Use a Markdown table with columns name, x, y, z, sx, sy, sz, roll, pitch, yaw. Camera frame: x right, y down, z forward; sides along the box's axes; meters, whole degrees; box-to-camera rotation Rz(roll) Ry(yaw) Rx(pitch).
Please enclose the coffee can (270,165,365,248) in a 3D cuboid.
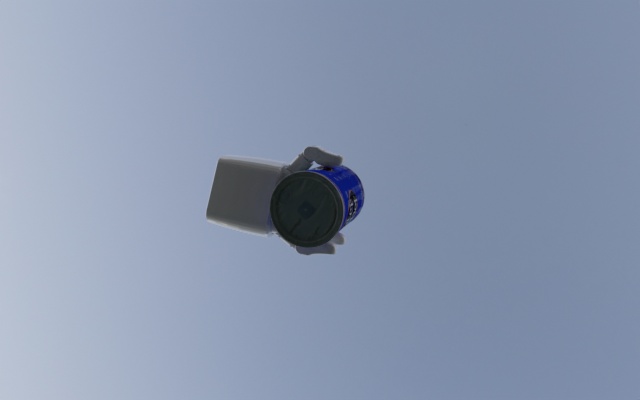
| name | x | y | z | sx | sy | sz | roll | pitch | yaw |
| --- | --- | --- | --- | --- | --- | --- | --- | --- | --- |
| coffee can | 0.000 | 0.002 | 0.692 | 0.103 | 0.103 | 0.140 | 0 | 9 | 17 |
